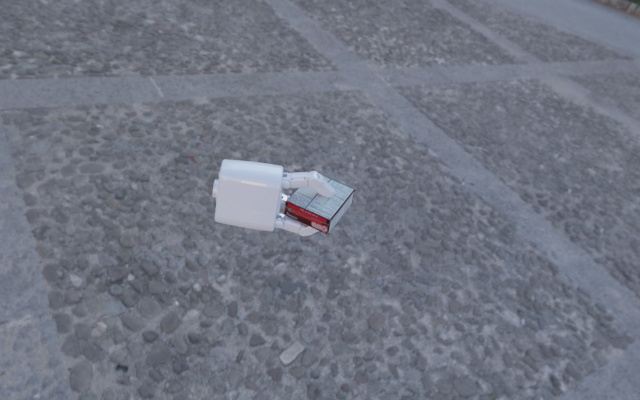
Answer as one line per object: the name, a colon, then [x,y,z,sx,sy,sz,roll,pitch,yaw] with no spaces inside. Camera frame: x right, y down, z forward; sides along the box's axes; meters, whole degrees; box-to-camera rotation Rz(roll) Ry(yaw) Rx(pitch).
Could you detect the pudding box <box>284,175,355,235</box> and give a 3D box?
pudding box: [0.000,0.003,0.862,0.090,0.039,0.113,25,42,15]
